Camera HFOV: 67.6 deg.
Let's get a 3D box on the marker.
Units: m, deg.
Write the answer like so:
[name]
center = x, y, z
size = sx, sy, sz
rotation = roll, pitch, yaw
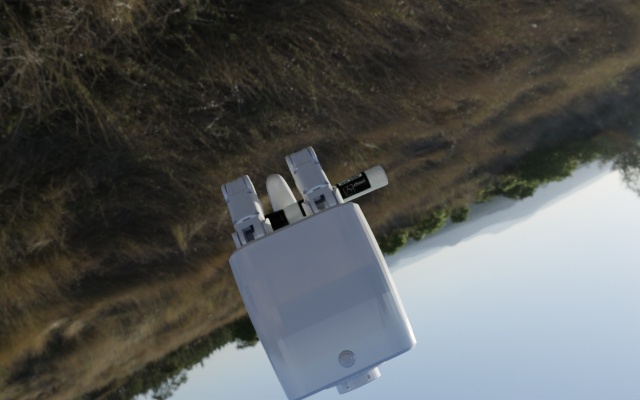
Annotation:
[marker]
center = 0.000, 0.001, 0.416
size = 0.121, 0.020, 0.020
rotation = -24, 1, -2
